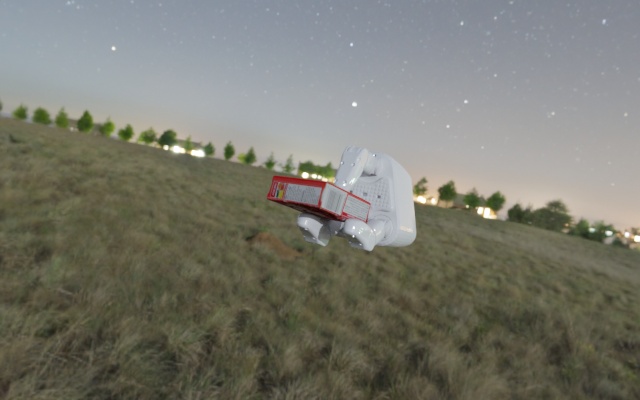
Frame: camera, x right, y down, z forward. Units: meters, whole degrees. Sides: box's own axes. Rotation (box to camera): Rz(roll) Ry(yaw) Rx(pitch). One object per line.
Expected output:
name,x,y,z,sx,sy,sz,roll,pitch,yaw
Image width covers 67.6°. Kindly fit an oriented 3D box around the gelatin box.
gelatin box,0.000,0.001,0.508,0.073,0.030,0.089,10,-9,38
